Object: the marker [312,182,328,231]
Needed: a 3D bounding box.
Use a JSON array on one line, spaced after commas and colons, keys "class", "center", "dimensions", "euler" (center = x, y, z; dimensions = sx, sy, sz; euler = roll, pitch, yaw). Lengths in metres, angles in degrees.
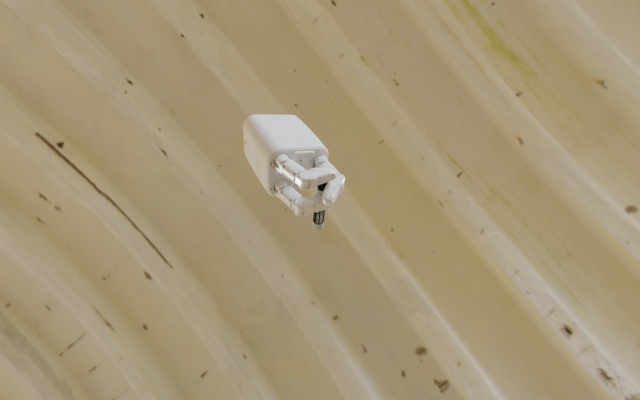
[{"class": "marker", "center": [0.000, 0.003, 0.774], "dimensions": [0.020, 0.020, 0.121], "euler": [0, -44, -6]}]
